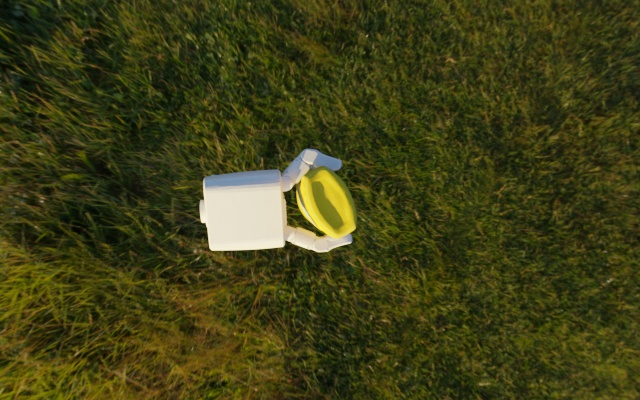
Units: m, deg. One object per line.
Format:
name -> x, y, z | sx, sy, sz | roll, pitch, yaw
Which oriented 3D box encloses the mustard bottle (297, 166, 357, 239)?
mustard bottle -> 0.000, 0.002, 0.707 | 0.058, 0.096, 0.191 | -29, 4, -7
